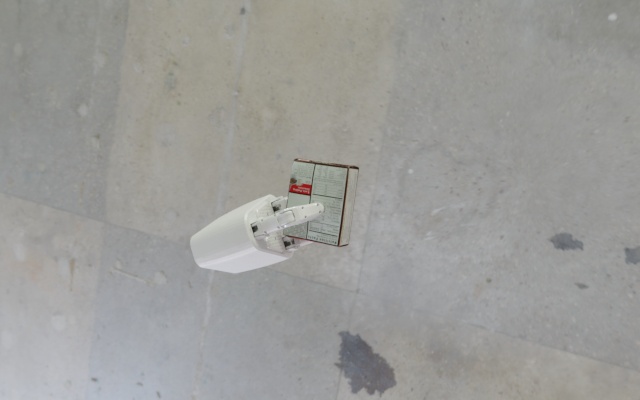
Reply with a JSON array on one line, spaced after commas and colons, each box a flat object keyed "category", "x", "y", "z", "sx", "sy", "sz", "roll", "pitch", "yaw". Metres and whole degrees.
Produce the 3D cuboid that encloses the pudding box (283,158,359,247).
[{"category": "pudding box", "x": 0.000, "y": 0.002, "z": 0.664, "sx": 0.090, "sy": 0.113, "sz": 0.039, "roll": 10, "pitch": 7, "yaw": 25}]
